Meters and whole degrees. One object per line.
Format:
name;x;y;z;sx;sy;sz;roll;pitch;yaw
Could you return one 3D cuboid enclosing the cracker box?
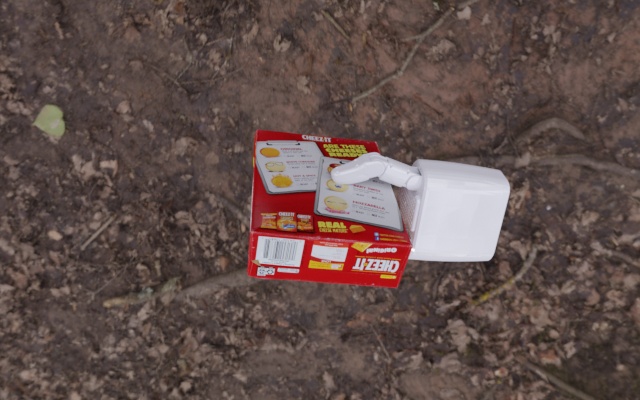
cracker box;0.000;0.002;0.564;0.164;0.072;0.213;5;35;-9
